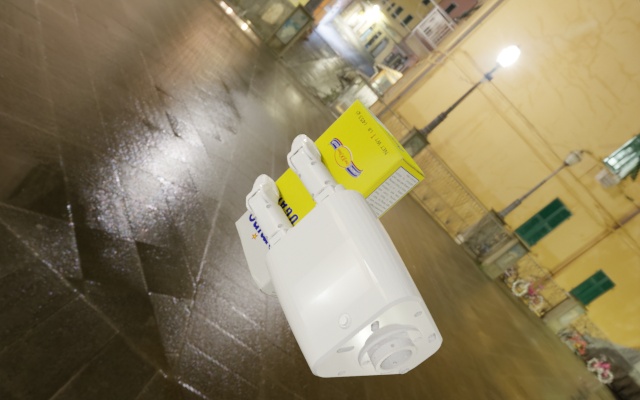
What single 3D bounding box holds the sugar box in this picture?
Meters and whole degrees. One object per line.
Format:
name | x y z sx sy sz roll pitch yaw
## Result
sugar box | 0.000 0.001 0.440 0.048 0.176 0.093 32 21 -44
